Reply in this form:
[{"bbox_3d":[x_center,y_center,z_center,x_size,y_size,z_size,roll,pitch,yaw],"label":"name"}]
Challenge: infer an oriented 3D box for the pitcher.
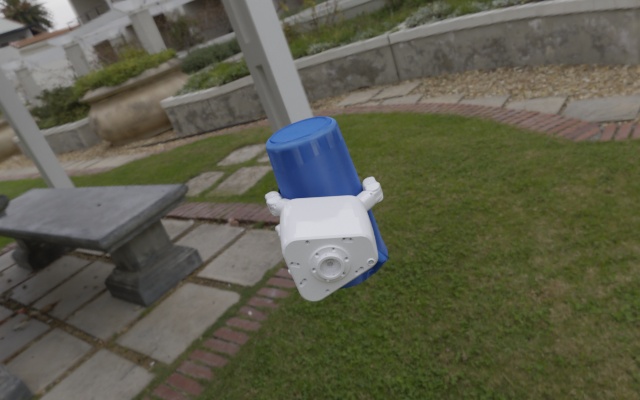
[{"bbox_3d":[0.000,0.002,0.730,0.149,0.243,0.145,-18,24,6],"label":"pitcher"}]
